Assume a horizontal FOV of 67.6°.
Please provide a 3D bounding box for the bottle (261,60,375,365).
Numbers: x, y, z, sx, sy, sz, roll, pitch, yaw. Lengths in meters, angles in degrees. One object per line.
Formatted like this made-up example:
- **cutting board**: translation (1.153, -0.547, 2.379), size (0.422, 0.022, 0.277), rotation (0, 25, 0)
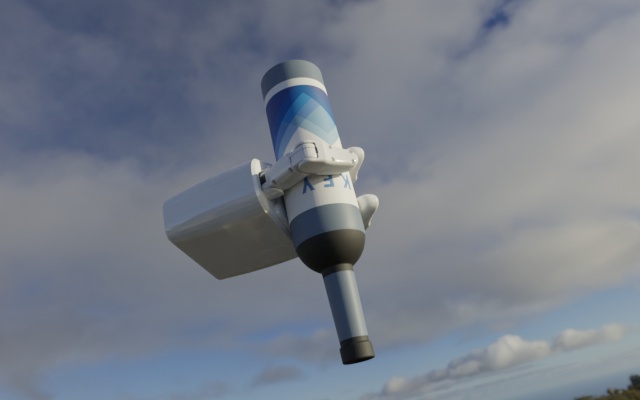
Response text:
- **bottle**: translation (0.000, 0.001, 0.451), size (0.069, 0.295, 0.069), rotation (-11, -25, -5)
